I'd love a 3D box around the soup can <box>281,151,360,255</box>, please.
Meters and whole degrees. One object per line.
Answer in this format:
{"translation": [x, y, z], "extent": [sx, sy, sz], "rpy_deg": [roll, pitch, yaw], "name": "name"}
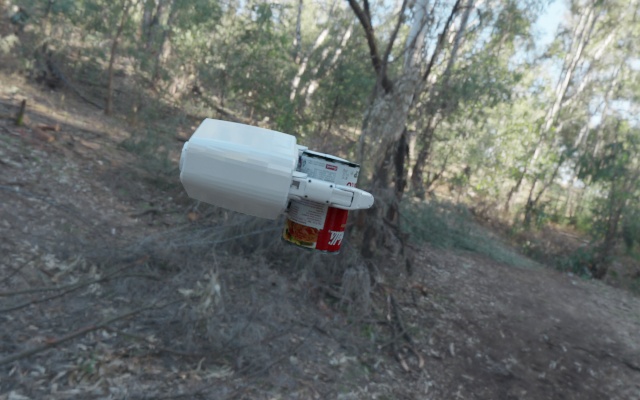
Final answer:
{"translation": [0.001, 0.002, 0.534], "extent": [0.068, 0.102, 0.068], "rpy_deg": [14, 5, -1], "name": "soup can"}
